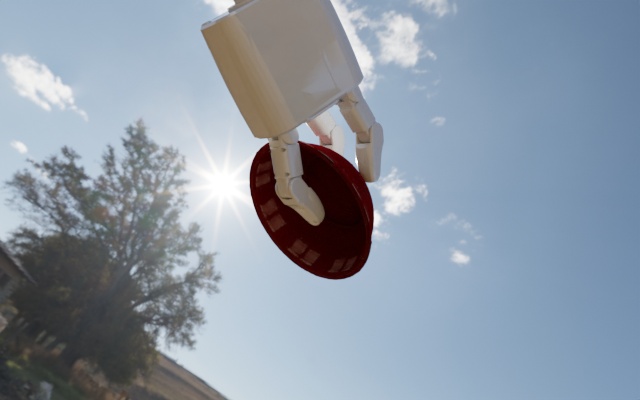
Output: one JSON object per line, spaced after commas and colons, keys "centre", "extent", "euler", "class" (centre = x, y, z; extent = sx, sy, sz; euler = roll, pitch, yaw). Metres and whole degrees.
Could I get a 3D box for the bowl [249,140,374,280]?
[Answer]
{"centre": [0.001, 0.003, 0.505], "extent": [0.162, 0.162, 0.055], "euler": [0, 26, 44], "class": "bowl"}
